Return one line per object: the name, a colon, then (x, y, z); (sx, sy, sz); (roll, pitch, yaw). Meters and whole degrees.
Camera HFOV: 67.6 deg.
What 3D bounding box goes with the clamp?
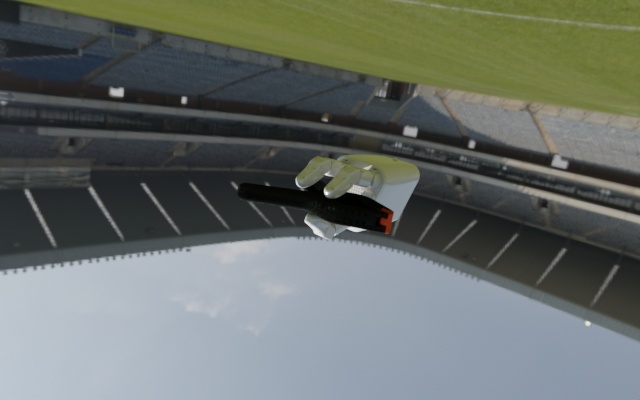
clamp: (0.001, 0.003, 0.664); (0.210, 0.036, 0.164); (21, 21, 39)
